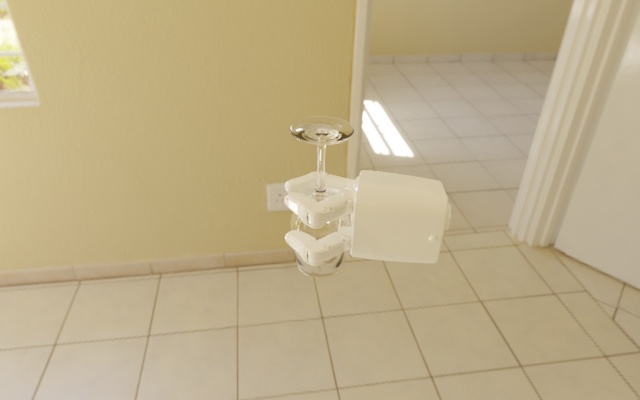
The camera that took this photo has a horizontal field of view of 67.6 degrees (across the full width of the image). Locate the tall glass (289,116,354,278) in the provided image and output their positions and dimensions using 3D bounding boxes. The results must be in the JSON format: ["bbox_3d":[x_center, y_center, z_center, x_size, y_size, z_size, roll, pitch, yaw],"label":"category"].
[{"bbox_3d":[0.000,0.001,0.599,0.079,0.201,0.079,1,33,-1],"label":"tall glass"}]
